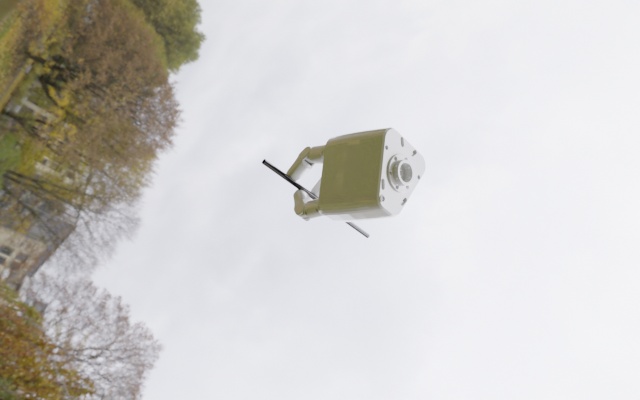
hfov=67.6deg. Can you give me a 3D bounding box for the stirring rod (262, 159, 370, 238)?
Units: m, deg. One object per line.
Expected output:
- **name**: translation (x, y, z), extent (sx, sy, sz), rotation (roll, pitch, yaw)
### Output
- **stirring rod**: translation (0.000, 0.002, 0.746), extent (0.240, 0.011, 0.011), rotation (36, -22, -34)
